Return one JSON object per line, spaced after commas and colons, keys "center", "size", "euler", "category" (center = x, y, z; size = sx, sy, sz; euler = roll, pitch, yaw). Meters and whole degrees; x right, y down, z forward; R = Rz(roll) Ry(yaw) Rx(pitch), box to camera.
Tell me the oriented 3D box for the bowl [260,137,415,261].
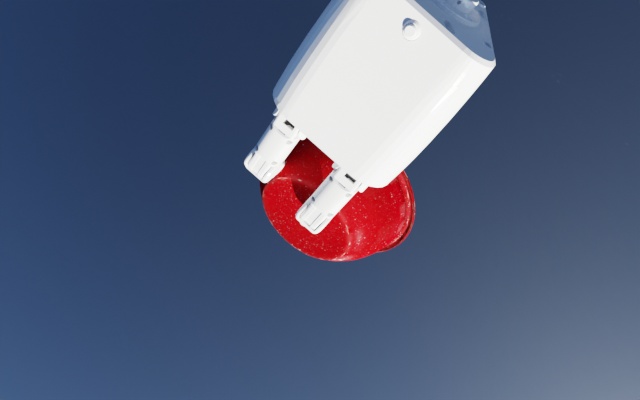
{"center": [0.000, 0.002, 0.432], "size": [0.162, 0.162, 0.055], "euler": [0, 36, 41], "category": "bowl"}
